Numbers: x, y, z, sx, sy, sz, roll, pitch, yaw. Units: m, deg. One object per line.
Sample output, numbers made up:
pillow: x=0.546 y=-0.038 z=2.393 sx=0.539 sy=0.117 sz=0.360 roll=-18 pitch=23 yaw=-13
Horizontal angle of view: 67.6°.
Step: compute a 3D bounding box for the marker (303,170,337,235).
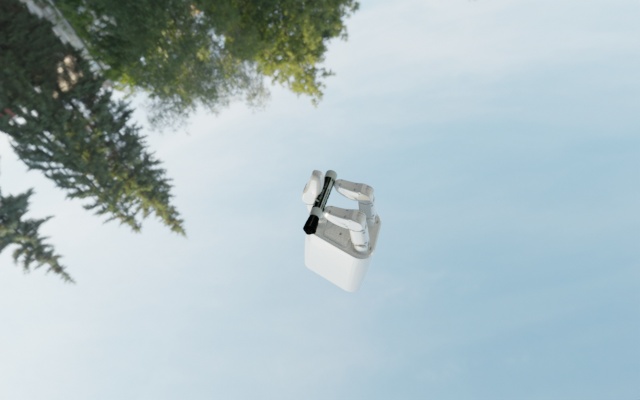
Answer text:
marker: x=0.000 y=0.002 z=0.685 sx=0.020 sy=0.121 sz=0.020 roll=12 pitch=-42 yaw=11
